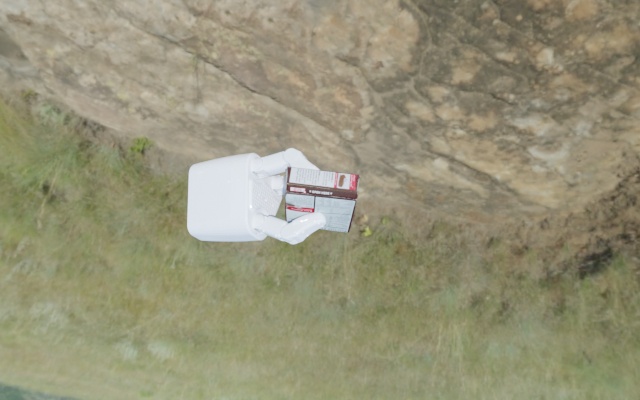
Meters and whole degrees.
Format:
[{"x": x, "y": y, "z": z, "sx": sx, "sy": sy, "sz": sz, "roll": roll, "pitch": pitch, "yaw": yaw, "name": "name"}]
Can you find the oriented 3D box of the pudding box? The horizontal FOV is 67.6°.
[{"x": 0.000, "y": 0.002, "z": 0.614, "sx": 0.090, "sy": 0.039, "sz": 0.113, "roll": 6, "pitch": -23, "yaw": 0, "name": "pudding box"}]
